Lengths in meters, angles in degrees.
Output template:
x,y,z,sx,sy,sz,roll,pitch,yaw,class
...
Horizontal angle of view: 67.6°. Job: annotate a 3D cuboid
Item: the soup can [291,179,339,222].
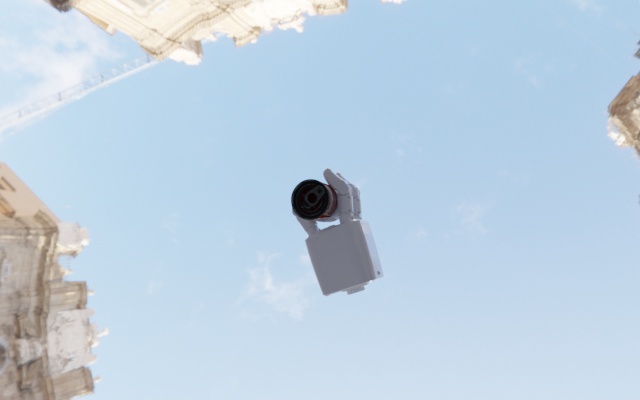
x,y,z,sx,sy,sz,roll,pitch,yaw,class
0.000,0.002,0.825,0.068,0.068,0.102,0,-5,20,soup can
